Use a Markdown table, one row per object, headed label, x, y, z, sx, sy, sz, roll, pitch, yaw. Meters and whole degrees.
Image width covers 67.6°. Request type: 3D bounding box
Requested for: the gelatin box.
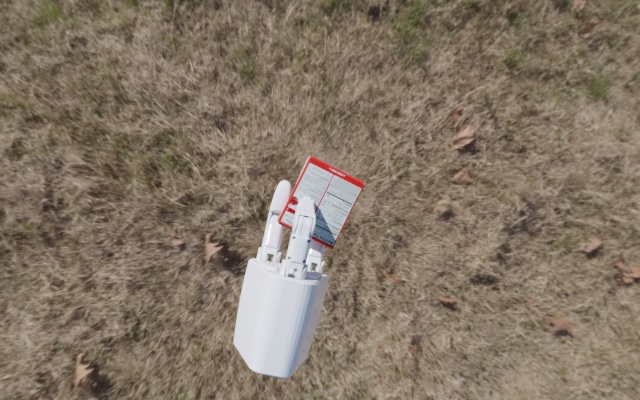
| label | x | y | z | sx | sy | sz | roll | pitch | yaw |
| --- | --- | --- | --- | --- | --- | --- | --- | --- | --- |
| gelatin box | 0.000 | 0.002 | 0.567 | 0.073 | 0.089 | 0.030 | 26 | 3 | -6 |
